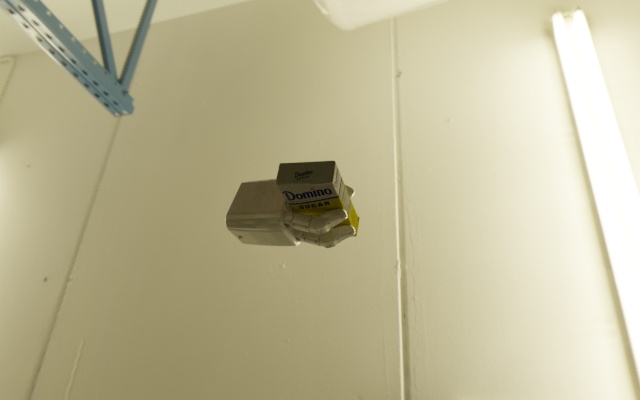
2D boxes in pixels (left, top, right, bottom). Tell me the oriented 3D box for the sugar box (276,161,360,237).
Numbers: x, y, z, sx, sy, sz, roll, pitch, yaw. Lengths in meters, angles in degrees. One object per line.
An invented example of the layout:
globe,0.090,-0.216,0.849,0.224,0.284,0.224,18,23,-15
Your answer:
sugar box,0.000,0.003,0.783,0.093,0.048,0.176,-1,-29,18
